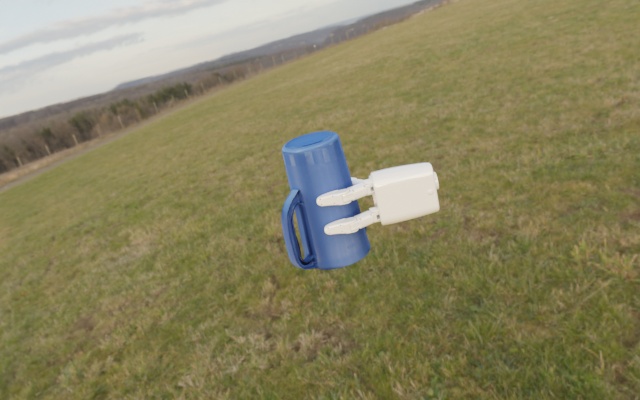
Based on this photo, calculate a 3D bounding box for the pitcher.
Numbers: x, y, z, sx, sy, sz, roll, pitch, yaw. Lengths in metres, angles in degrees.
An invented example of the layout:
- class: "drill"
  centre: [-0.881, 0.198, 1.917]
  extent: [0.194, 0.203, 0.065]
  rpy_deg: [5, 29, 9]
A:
- class: "pitcher"
  centre: [0.000, 0.003, 0.898]
  extent: [0.145, 0.243, 0.149]
  rpy_deg: [-11, 20, 9]
